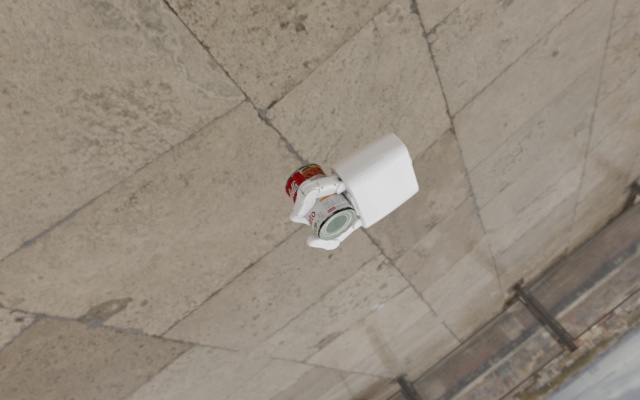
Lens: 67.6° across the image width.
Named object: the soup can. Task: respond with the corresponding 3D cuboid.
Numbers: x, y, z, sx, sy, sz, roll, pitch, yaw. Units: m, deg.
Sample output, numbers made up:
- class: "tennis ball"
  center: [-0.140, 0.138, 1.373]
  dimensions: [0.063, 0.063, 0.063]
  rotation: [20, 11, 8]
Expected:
- class: "soup can"
  center: [0.000, 0.003, 0.721]
  dimensions: [0.068, 0.068, 0.102]
  rotation: [0, 42, -45]
